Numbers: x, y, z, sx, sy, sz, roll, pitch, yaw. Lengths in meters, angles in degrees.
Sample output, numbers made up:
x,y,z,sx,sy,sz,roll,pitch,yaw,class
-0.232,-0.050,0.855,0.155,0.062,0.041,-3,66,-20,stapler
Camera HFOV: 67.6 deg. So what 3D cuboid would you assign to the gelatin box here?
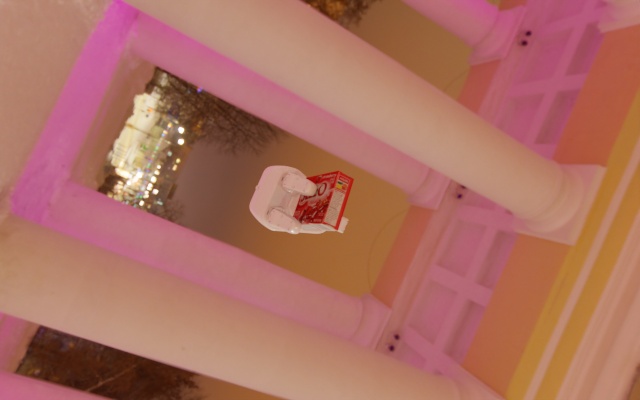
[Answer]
x,y,z,sx,sy,sz,roll,pitch,yaw,class
0.001,0.002,0.639,0.030,0.073,0.089,26,-15,-27,gelatin box
